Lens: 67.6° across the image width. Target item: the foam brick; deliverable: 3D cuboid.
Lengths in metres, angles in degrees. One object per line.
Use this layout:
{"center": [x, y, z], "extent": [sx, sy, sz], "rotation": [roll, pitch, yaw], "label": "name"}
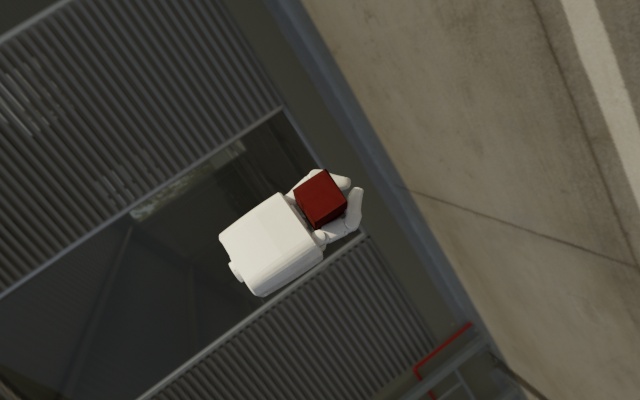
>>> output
{"center": [0.000, 0.002, 0.631], "extent": [0.051, 0.053, 0.078], "rotation": [-32, -12, -6], "label": "foam brick"}
